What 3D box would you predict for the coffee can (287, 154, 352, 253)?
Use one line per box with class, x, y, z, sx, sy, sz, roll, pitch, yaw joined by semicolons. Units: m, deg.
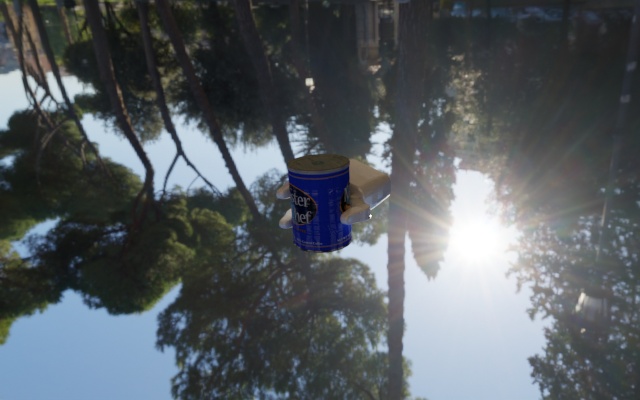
coffee can;0.000;0.003;0.798;0.103;0.140;0.102;-3;20;1
